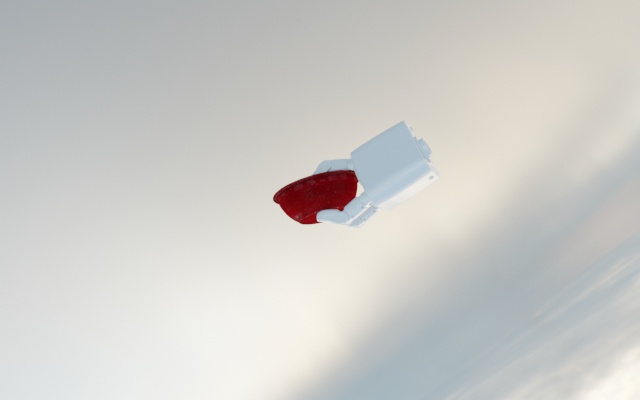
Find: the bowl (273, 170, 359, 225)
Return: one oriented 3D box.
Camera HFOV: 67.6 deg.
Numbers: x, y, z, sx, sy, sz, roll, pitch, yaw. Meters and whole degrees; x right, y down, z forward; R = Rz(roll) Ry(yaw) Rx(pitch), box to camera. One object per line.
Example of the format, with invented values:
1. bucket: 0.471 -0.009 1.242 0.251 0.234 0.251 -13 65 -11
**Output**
1. bowl: -0.001 0.004 0.842 0.162 0.055 0.162 -14 -15 -4
